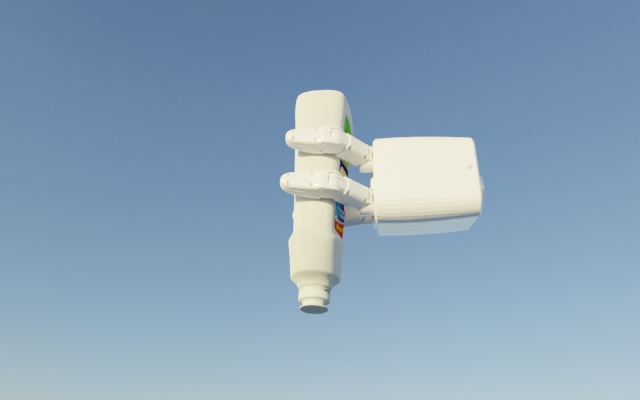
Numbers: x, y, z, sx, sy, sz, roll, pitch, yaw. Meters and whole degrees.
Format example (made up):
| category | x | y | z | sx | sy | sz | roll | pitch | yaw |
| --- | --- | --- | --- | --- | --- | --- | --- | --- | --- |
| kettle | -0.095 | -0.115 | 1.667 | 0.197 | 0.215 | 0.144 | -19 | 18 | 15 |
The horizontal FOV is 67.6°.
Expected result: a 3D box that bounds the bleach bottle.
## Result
| category | x | y | z | sx | sy | sz | roll | pitch | yaw |
| --- | --- | --- | --- | --- | --- | --- | --- | --- | --- |
| bleach bottle | 0.000 | 0.002 | 0.529 | 0.068 | 0.250 | 0.103 | -2 | -31 | 8 |
